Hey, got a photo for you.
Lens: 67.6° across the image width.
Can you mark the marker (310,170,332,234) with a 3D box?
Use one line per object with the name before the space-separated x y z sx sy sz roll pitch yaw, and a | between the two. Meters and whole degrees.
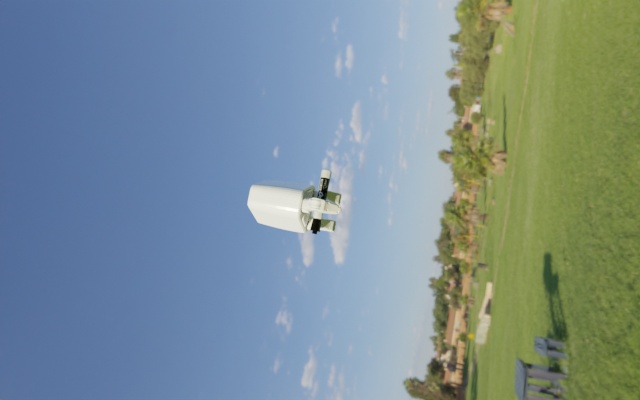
marker | 0.000 0.003 0.888 0.020 0.121 0.020 11 -7 1
